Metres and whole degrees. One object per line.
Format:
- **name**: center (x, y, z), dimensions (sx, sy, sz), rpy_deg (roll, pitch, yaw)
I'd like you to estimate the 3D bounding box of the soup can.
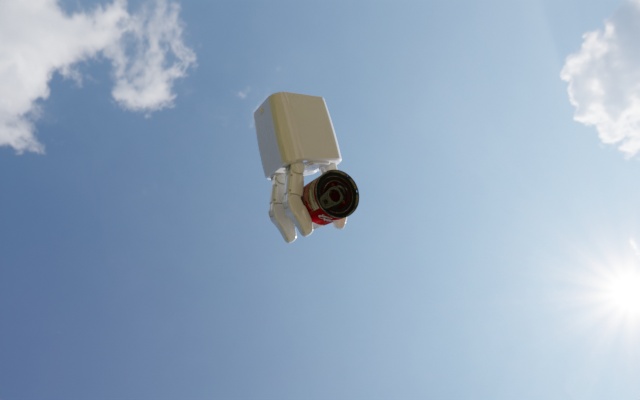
- **soup can**: center (0.000, 0.003, 0.685), dimensions (0.068, 0.068, 0.102), rpy_deg (0, -13, -29)
